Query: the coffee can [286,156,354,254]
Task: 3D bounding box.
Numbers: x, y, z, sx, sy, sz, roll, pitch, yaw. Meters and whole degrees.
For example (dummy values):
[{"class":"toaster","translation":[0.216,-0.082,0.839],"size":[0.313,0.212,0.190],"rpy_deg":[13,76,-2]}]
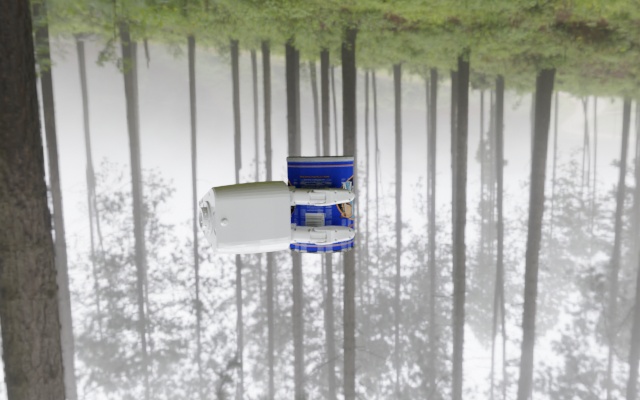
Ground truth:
[{"class":"coffee can","translation":[0.000,0.002,0.731],"size":[0.103,0.140,0.103],"rpy_deg":[-1,6,0]}]
